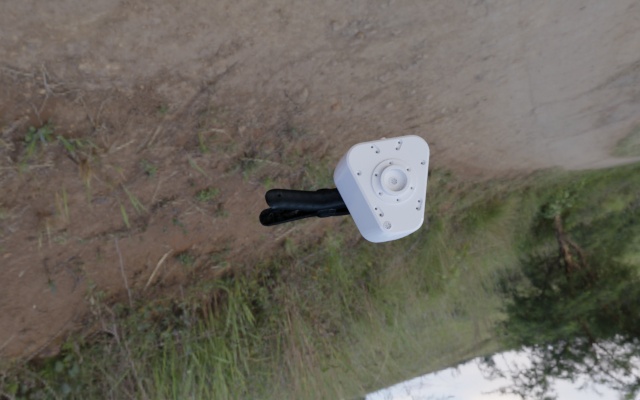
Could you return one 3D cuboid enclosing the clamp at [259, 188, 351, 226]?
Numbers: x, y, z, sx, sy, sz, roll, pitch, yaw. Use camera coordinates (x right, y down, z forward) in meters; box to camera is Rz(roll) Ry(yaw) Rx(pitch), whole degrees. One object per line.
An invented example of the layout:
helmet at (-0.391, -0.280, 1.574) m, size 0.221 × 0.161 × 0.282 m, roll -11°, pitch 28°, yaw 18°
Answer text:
clamp at (0.000, 0.003, 0.632) m, size 0.171 × 0.039 × 0.120 m, roll -10°, pitch -8°, yaw -5°
